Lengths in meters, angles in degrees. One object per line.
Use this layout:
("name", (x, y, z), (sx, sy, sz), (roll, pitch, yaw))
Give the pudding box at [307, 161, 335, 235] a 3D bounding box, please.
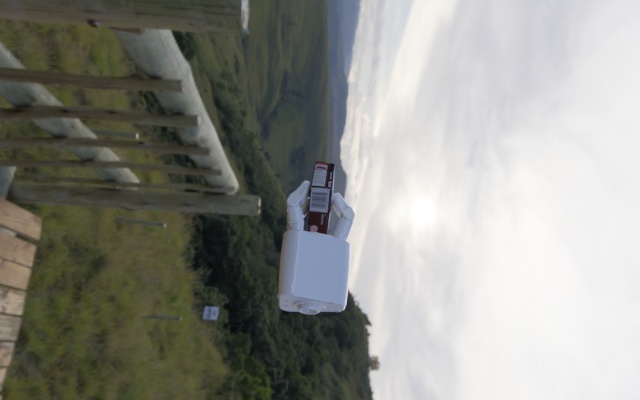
("pudding box", (0.000, 0.003, 0.829), (0.039, 0.114, 0.090), (7, 33, -1))
